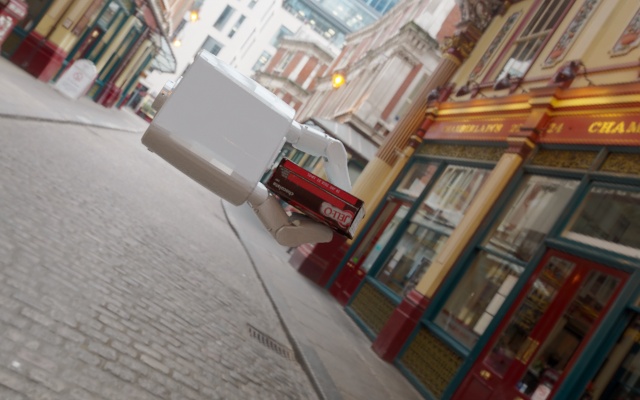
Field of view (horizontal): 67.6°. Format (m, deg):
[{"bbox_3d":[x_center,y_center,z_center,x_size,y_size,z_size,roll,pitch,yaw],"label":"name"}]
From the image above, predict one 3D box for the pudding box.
[{"bbox_3d":[0.000,0.001,0.491,0.090,0.039,0.113,30,-2,10],"label":"pudding box"}]
